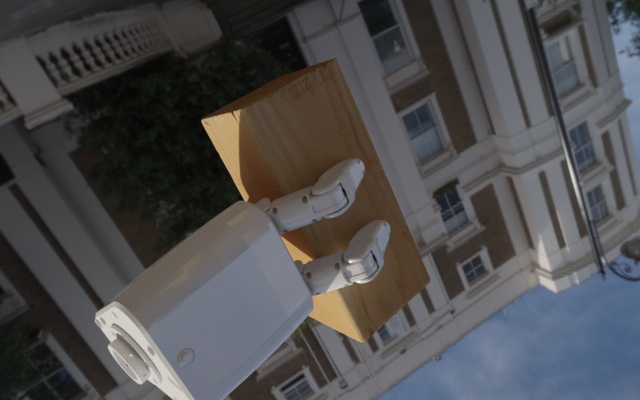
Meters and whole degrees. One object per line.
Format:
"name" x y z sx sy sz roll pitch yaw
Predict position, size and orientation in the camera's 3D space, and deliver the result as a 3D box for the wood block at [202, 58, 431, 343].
"wood block" 0.000 0.002 0.402 0.090 0.206 0.091 -36 22 -26
